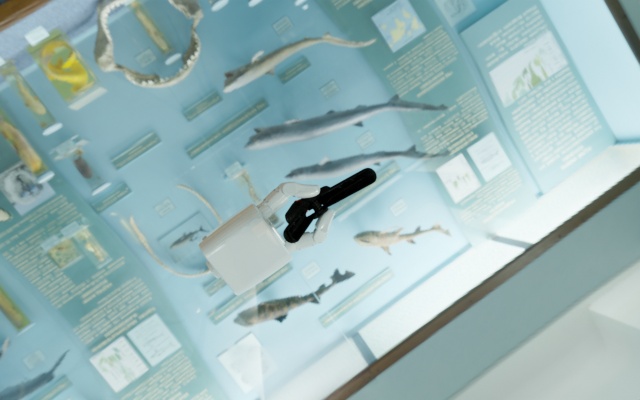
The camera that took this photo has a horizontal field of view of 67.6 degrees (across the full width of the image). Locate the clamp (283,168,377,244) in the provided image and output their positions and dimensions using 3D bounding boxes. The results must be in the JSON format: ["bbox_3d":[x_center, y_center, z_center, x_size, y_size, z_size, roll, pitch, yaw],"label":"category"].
[{"bbox_3d":[0.000,0.003,0.767,0.164,0.036,0.210,-35,8,-7],"label":"clamp"}]
